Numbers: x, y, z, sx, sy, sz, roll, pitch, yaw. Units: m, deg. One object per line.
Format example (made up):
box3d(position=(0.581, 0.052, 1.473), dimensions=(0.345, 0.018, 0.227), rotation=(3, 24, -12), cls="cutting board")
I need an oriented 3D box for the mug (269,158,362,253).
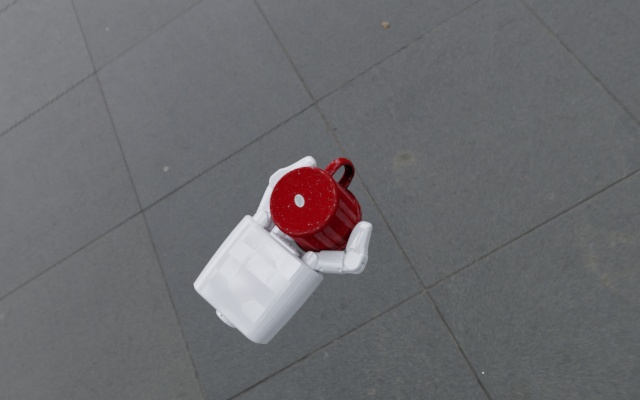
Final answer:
box3d(position=(0.001, 0.001, 0.549), dimensions=(0.093, 0.117, 0.081), rotation=(36, -3, 26), cls="mug")
